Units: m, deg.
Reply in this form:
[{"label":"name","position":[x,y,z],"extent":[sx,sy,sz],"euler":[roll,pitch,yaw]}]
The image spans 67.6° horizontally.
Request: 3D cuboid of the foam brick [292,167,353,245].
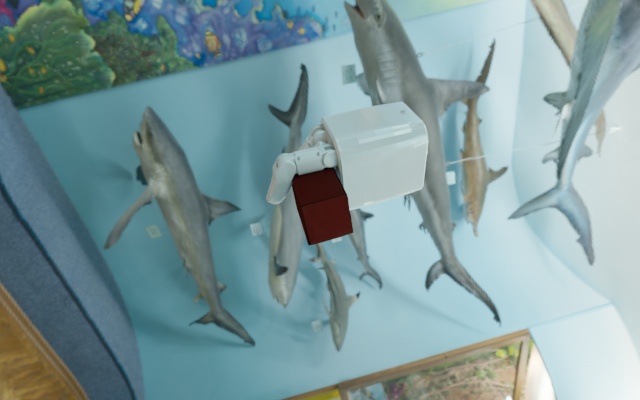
[{"label":"foam brick","position":[0.000,0.002,0.527],"extent":[0.051,0.053,0.078],"euler":[-14,33,-5]}]
